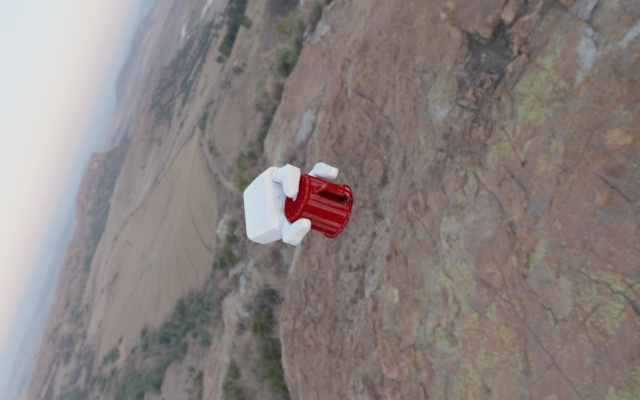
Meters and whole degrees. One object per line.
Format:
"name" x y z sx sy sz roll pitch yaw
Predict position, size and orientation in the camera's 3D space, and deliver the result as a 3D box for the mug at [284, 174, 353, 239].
"mug" 0.001 0.002 0.760 0.081 0.093 0.117 19 -28 -26
